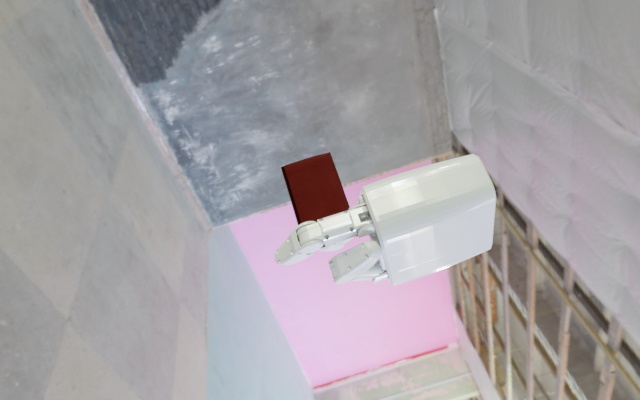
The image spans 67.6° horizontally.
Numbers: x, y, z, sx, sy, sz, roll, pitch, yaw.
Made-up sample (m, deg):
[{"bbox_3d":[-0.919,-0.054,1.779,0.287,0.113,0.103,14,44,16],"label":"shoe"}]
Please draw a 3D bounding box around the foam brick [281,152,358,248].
[{"bbox_3d":[0.000,0.001,0.474,0.051,0.078,0.053,-19,-23,3],"label":"foam brick"}]
